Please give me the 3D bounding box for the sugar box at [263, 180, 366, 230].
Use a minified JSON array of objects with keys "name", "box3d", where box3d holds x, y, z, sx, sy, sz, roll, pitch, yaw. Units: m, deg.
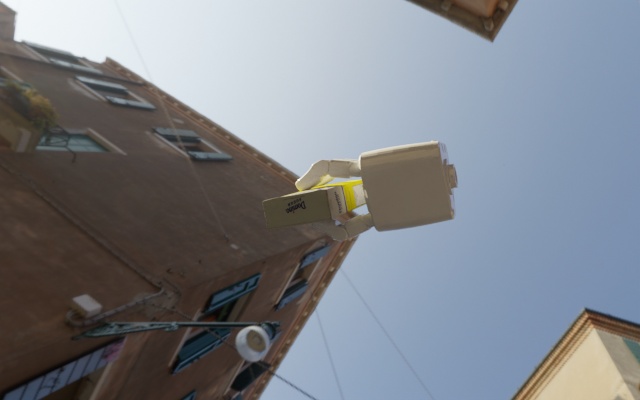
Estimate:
[{"name":"sugar box","box3d":[0.000,0.002,0.680,0.093,0.048,0.176,-11,0,21]}]
